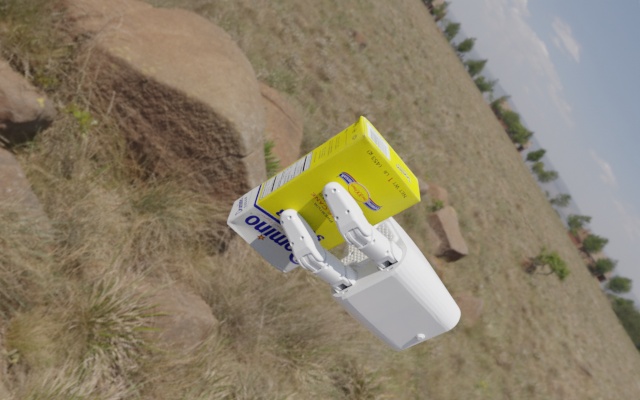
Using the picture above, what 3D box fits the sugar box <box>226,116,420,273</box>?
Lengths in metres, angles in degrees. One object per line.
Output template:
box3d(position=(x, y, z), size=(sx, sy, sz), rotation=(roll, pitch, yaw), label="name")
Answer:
box3d(position=(0.000, 0.002, 0.482), size=(0.176, 0.093, 0.048), rotation=(-33, 27, 23), label="sugar box")
